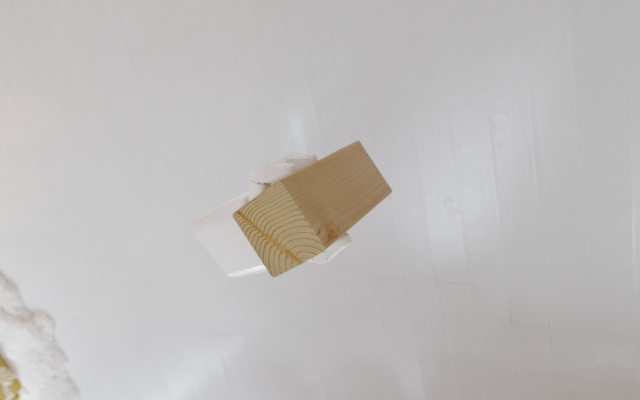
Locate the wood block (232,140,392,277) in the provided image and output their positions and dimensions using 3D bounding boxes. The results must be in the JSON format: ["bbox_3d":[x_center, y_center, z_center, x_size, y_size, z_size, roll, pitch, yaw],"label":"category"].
[{"bbox_3d":[0.000,0.002,0.608,0.090,0.091,0.206,-32,1,34],"label":"wood block"}]
